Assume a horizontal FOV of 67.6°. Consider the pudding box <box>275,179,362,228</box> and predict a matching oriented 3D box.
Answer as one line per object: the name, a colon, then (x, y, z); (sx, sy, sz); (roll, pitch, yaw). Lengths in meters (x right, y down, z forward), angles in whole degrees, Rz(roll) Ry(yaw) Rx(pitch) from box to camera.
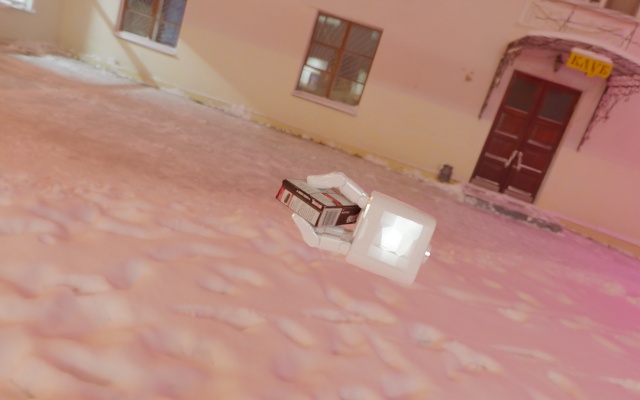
pudding box: (0.000, 0.002, 0.742); (0.090, 0.039, 0.113); (33, 17, 29)
